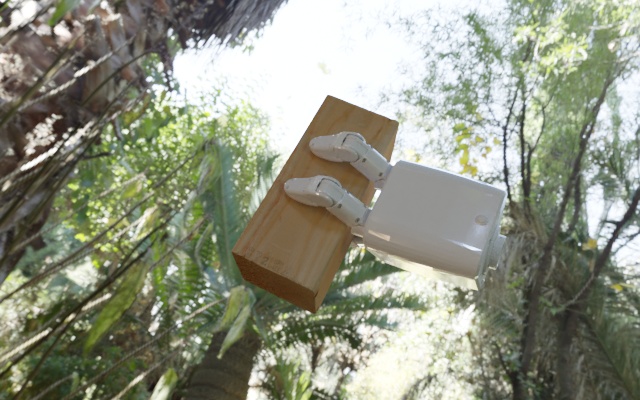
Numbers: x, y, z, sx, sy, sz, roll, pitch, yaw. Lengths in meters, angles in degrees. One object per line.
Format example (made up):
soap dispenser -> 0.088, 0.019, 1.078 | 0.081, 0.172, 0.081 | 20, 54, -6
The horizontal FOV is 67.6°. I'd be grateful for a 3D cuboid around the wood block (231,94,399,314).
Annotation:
wood block -> 0.001, 0.002, 0.513 | 0.090, 0.206, 0.091 | 24, -25, 12
